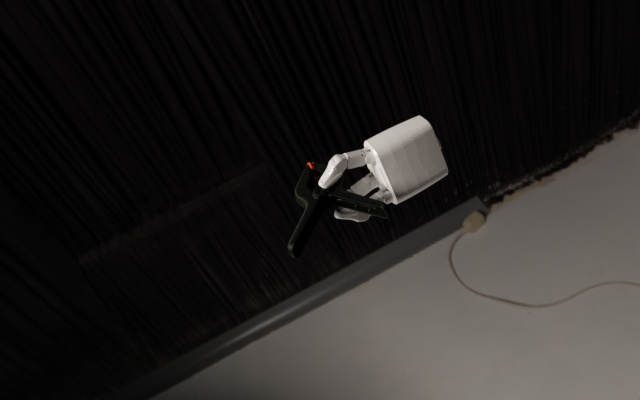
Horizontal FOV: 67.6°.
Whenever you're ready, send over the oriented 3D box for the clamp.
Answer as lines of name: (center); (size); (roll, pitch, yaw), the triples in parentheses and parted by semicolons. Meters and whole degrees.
clamp: (0.000, 0.002, 0.785); (0.164, 0.036, 0.210); (-27, 36, -5)
